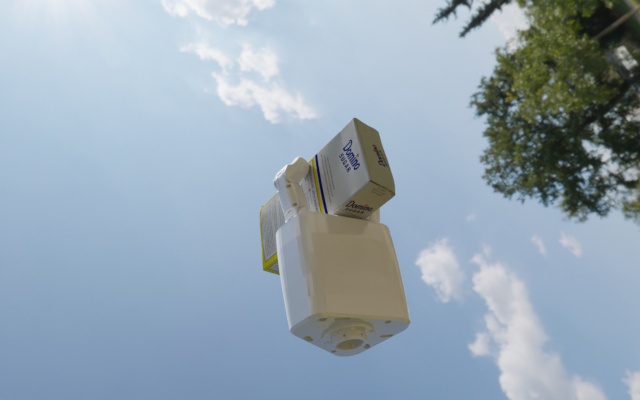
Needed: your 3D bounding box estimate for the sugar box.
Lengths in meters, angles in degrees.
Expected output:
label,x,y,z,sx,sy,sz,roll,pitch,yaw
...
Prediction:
label,x,y,z,sx,sy,sz,roll,pitch,yaw
sugar box,0.000,0.002,0.524,0.048,0.093,0.176,25,-49,-36
